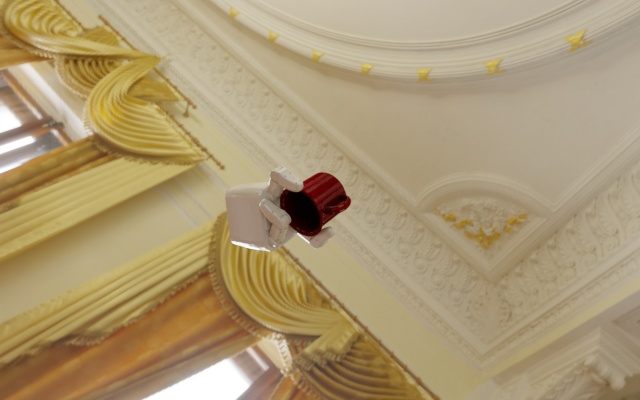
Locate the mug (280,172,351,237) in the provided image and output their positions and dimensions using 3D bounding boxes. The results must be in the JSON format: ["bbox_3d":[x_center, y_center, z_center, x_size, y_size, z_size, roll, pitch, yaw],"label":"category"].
[{"bbox_3d":[0.001,0.003,0.810,0.117,0.093,0.081,2,27,42],"label":"mug"}]
